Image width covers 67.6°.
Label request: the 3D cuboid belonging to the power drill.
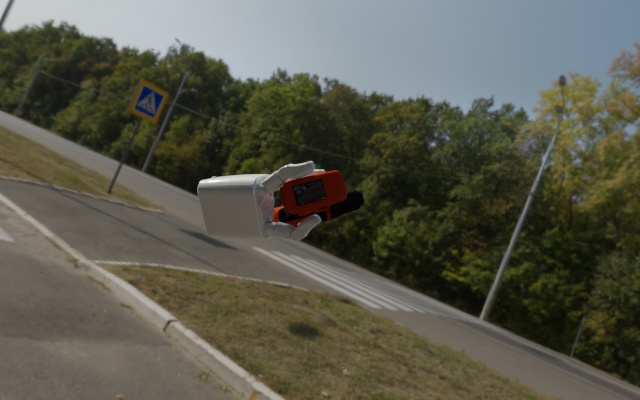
[{"bbox_3d":[0.000,0.003,0.855,0.184,0.057,0.188,-16,-13,-7],"label":"power drill"}]
